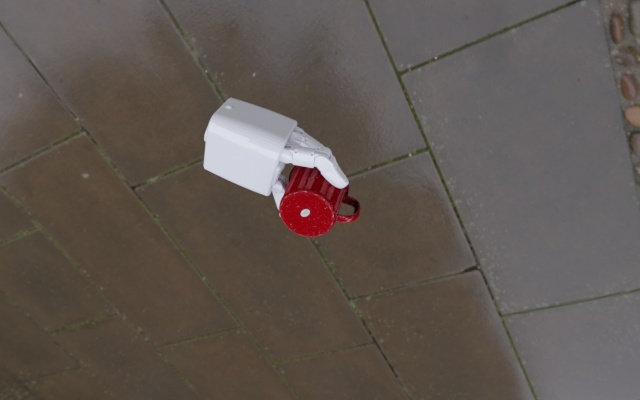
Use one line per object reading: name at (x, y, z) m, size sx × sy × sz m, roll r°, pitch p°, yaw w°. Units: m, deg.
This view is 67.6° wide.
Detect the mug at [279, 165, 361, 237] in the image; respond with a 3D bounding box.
mug at (0.001, 0.003, 0.686) m, size 0.117 × 0.093 × 0.081 m, roll 20°, pitch 36°, yaw 1°
